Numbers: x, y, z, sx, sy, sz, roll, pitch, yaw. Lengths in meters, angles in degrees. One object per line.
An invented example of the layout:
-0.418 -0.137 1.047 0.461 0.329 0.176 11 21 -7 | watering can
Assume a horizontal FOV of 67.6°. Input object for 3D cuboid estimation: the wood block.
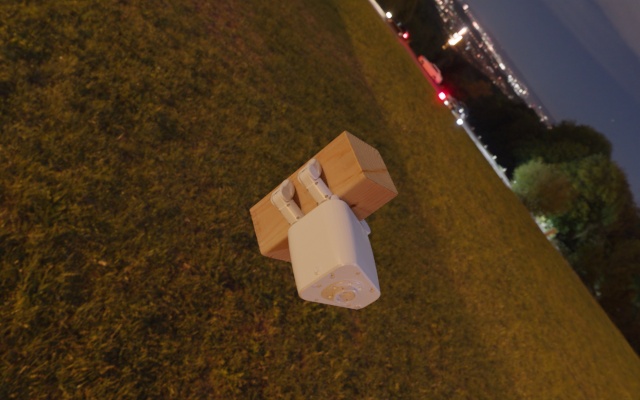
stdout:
0.001 0.003 0.727 0.206 0.090 0.091 -37 -36 25 | wood block
